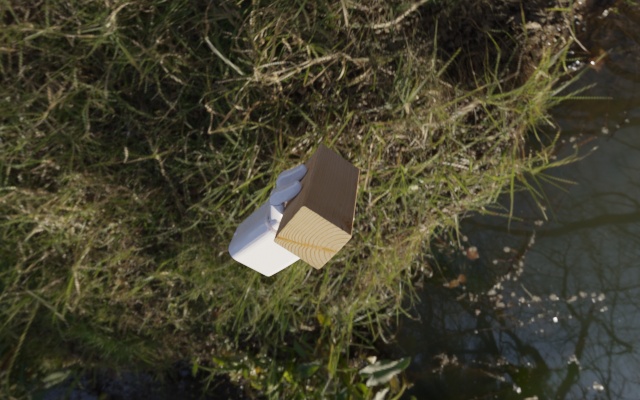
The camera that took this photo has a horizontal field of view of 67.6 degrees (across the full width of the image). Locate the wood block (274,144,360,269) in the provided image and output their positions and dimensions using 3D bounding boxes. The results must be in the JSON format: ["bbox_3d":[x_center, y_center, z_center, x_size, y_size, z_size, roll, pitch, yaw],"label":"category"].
[{"bbox_3d":[0.000,0.003,0.807,0.091,0.090,0.206,34,32,-13],"label":"wood block"}]
